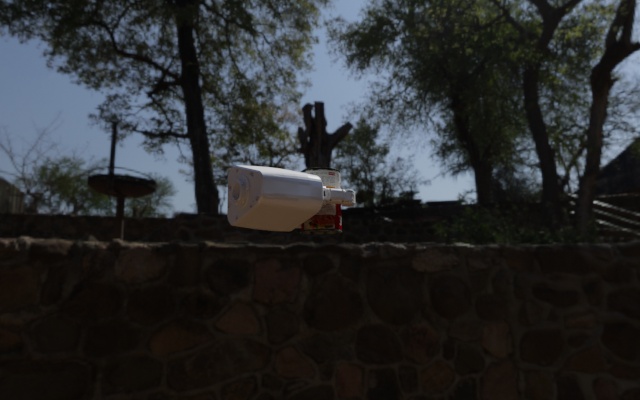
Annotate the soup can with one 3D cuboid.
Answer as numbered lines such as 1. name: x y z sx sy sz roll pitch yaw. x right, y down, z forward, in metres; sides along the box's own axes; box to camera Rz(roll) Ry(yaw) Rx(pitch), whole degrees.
1. soup can: 0.001 0.002 0.780 0.068 0.102 0.068 -1 -9 0
